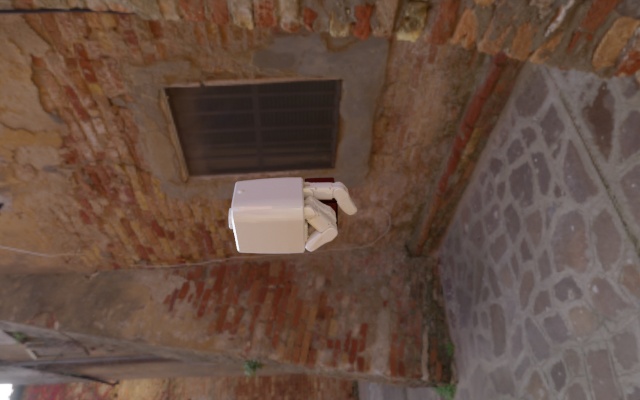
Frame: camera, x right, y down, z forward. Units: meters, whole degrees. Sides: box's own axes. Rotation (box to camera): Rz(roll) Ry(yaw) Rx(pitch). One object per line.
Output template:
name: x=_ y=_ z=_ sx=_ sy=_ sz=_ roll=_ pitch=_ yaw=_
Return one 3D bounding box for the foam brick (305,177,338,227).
foam brick: x=0.000 y=0.003 z=0.793 sx=0.051 sy=0.053 sz=0.078 roll=-3 pitch=32 yaw=-2
